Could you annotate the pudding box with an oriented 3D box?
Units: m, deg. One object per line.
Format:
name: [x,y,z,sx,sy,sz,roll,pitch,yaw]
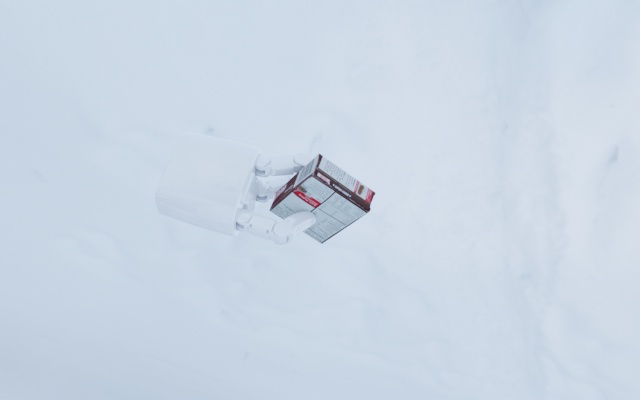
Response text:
pudding box: [0.000,0.002,0.613,0.090,0.039,0.113,33,-38,-17]
